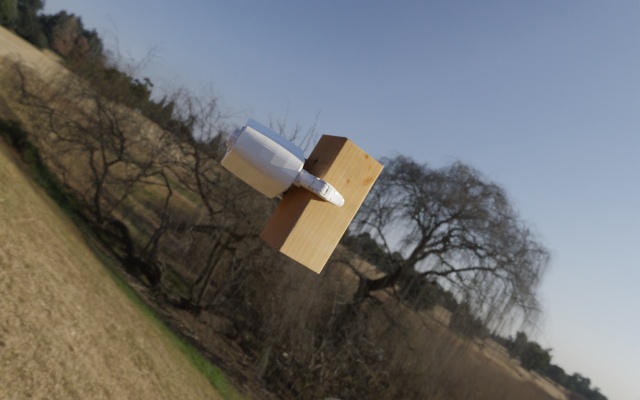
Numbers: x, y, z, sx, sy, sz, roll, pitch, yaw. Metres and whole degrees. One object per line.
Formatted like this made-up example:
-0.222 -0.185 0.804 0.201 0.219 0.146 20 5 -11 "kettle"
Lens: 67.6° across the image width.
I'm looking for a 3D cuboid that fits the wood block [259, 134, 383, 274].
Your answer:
0.000 0.002 0.793 0.090 0.206 0.091 34 -5 -28 "wood block"
